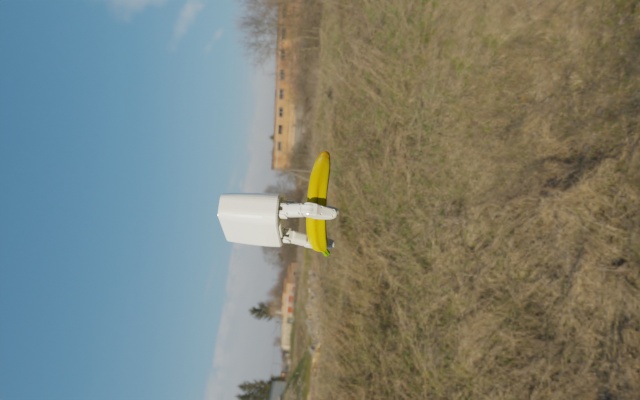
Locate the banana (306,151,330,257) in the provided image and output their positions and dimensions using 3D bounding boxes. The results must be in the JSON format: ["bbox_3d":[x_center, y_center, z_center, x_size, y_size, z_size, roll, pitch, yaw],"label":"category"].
[{"bbox_3d":[-0.003,0.007,0.867,0.037,0.198,0.069,2,3,11],"label":"banana"}]
